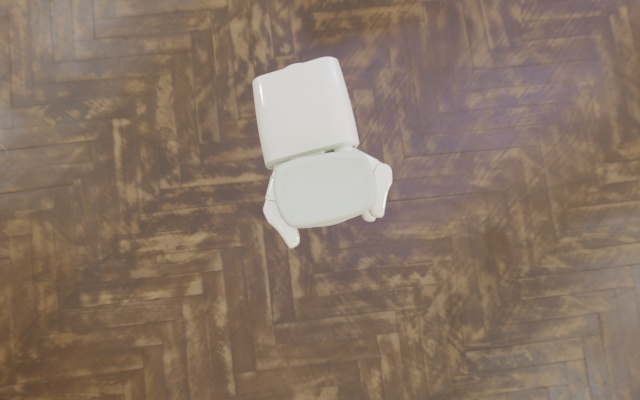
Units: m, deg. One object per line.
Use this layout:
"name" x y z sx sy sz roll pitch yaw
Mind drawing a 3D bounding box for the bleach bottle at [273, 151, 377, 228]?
"bleach bottle" 0.000 0.002 0.575 0.102 0.068 0.251 -11 -6 -4
